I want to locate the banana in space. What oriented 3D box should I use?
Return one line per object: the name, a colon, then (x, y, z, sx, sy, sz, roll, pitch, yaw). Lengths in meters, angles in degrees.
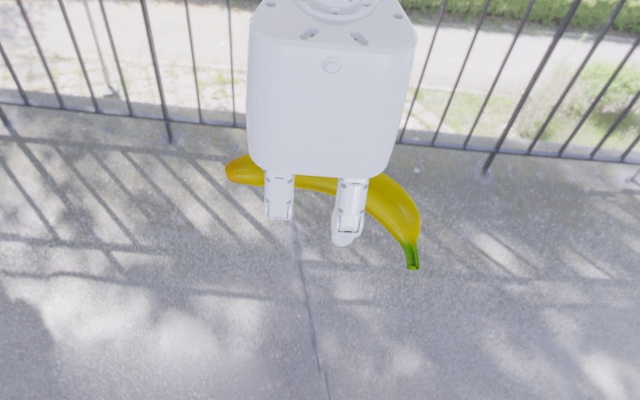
banana: (0.011, -0.011, 0.434, 0.198, 0.069, 0.037, 25, -30, 10)
